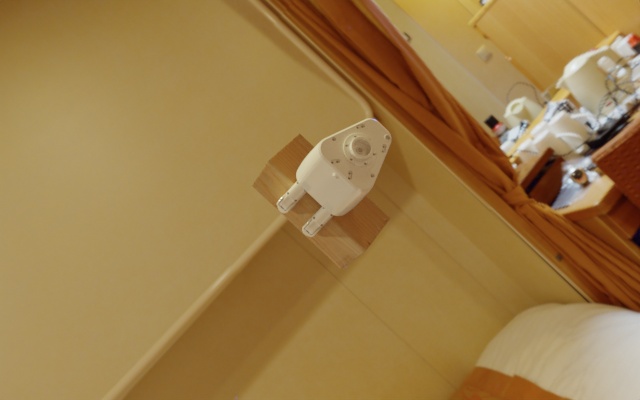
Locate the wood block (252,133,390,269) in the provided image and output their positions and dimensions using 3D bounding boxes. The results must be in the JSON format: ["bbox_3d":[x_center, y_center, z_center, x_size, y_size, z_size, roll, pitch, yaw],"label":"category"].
[{"bbox_3d":[0.000,0.002,0.797,0.090,0.206,0.090,-47,0,-36],"label":"wood block"}]
